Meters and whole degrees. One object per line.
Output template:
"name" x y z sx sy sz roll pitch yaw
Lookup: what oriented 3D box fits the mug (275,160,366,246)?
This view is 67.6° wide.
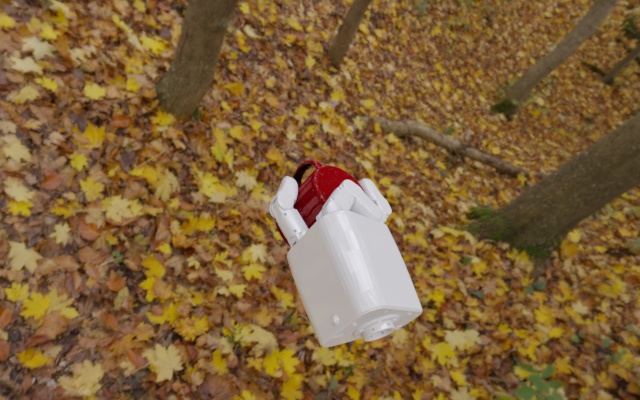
"mug" 0.000 0.001 0.587 0.093 0.117 0.081 3 -38 -40
